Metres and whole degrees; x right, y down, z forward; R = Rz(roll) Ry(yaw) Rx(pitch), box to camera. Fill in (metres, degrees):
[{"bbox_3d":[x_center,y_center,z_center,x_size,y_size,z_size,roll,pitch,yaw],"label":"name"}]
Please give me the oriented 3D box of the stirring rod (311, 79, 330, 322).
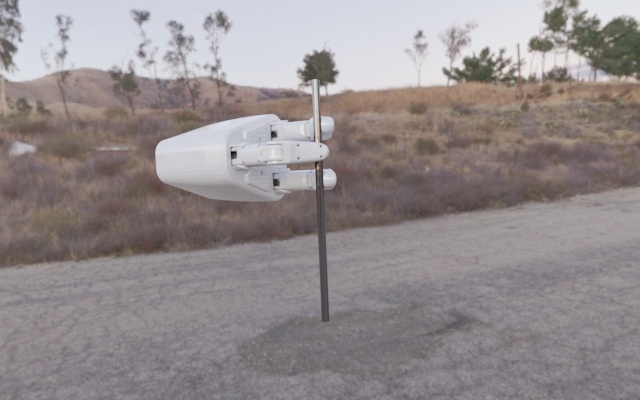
[{"bbox_3d":[0.000,0.002,0.476,0.011,0.239,0.011,-2,3,0],"label":"stirring rod"}]
